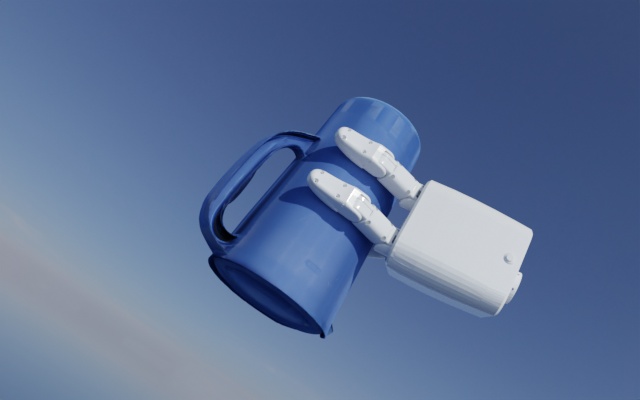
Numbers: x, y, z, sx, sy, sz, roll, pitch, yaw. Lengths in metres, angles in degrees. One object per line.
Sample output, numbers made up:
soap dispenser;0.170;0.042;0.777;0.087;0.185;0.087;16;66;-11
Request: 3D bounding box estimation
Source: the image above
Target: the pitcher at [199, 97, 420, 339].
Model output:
pitcher;0.000;0.002;0.492;0.145;0.242;0.149;26;-26;17
